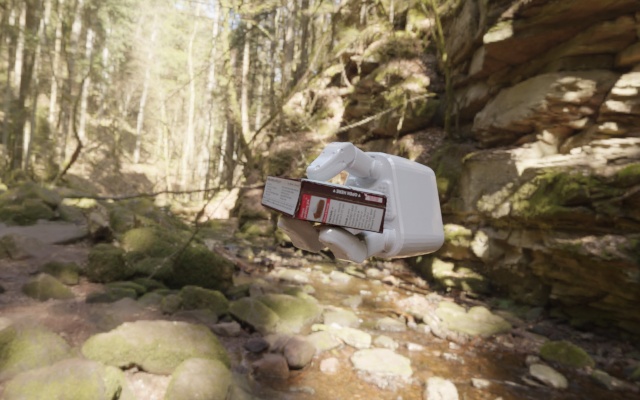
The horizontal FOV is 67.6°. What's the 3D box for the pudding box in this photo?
[{"bbox_3d":[0.000,0.001,0.468,0.090,0.039,0.113,10,0,-22],"label":"pudding box"}]
